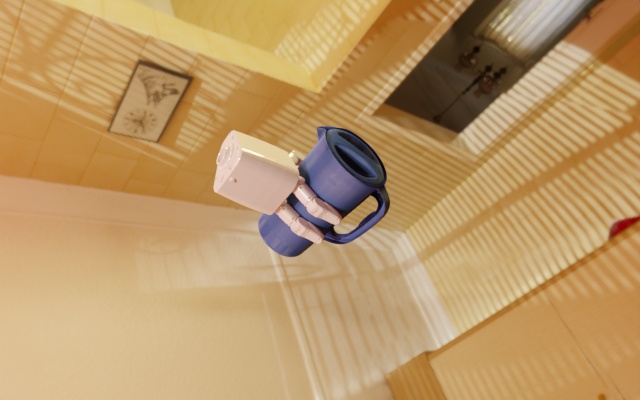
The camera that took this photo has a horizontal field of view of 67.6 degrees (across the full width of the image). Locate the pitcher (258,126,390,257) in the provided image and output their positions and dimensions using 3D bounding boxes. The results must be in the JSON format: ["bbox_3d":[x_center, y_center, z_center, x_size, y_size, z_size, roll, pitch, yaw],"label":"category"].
[{"bbox_3d":[0.000,0.003,0.850,0.145,0.149,0.243,23,-52,-29],"label":"pitcher"}]
